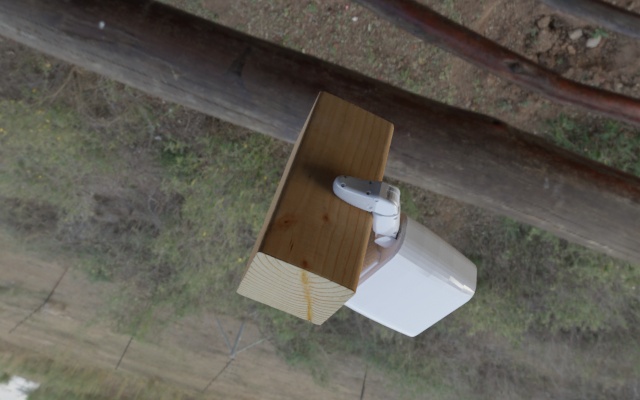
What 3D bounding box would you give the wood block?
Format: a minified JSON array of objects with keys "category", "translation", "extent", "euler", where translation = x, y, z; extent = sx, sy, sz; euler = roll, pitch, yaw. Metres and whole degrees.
[{"category":"wood block","translation":[0.001,0.002,0.477],"extent":[0.090,0.206,0.091],"euler":[24,-37,-8]}]
